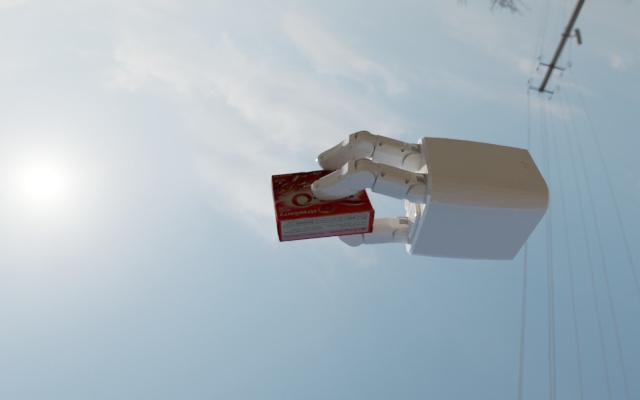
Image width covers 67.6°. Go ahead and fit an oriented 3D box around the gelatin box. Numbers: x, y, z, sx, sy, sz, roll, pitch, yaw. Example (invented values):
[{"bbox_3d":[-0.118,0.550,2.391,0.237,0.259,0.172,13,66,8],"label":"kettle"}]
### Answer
[{"bbox_3d":[0.000,0.002,0.454,0.089,0.030,0.073,-6,37,-7],"label":"gelatin box"}]
